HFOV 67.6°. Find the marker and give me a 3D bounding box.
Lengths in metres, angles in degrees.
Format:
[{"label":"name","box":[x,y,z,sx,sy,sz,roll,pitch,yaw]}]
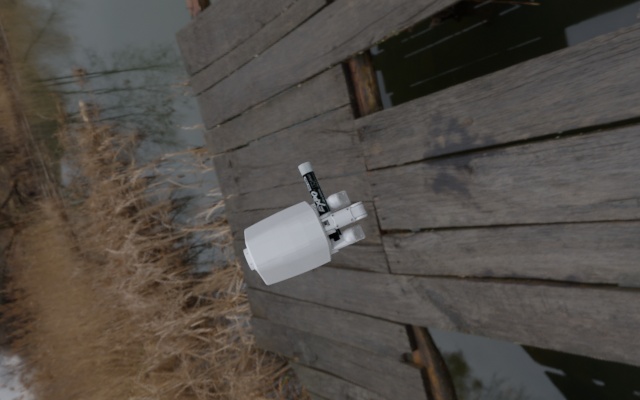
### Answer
[{"label":"marker","box":[0.000,0.002,0.687,0.020,0.121,0.020,-23,-6,-3]}]
